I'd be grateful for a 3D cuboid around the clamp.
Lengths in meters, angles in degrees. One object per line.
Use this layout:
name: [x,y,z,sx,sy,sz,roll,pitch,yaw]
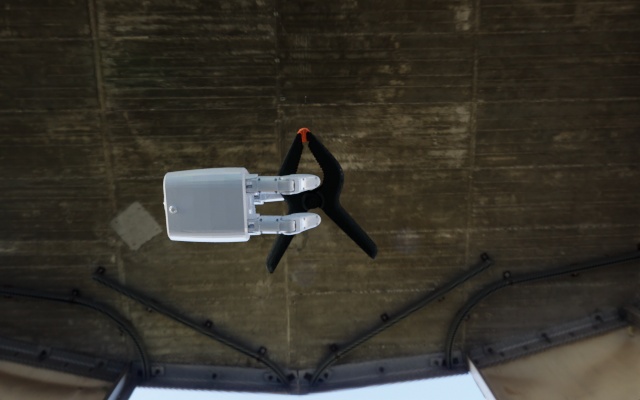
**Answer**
clamp: [0.000,0.002,0.684,0.164,0.210,0.036,-2,12,-3]
